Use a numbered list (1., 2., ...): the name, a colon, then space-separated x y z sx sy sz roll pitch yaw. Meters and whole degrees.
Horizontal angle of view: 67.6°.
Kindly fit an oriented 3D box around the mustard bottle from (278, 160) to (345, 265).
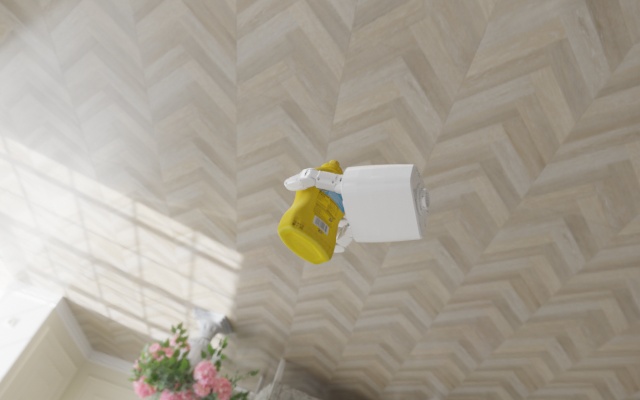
1. mustard bottle: 0.000 0.003 0.779 0.096 0.191 0.058 42 -44 -24
